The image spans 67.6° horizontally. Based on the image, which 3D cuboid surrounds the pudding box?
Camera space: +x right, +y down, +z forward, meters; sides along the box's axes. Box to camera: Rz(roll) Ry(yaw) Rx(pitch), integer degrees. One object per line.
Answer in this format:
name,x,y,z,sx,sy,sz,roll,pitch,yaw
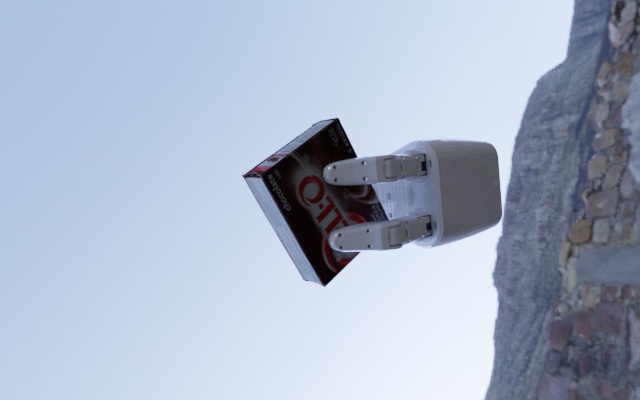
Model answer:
pudding box,0.000,0.001,0.406,0.090,0.113,0.039,-41,22,-29
